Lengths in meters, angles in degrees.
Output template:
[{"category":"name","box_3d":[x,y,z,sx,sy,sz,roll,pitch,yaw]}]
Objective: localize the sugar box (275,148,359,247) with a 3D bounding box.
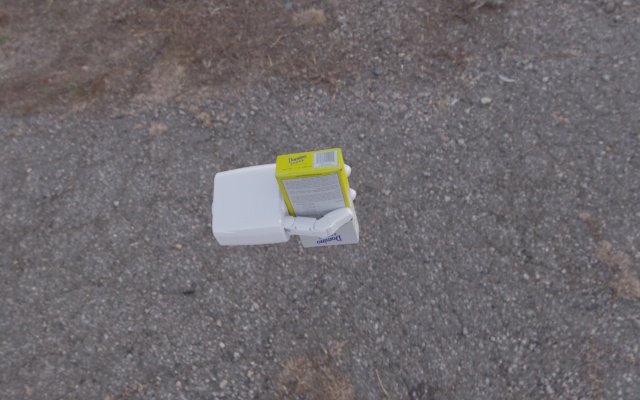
[{"category":"sugar box","box_3d":[0.000,0.002,0.713,0.093,0.048,0.176,-5,-38,9]}]
